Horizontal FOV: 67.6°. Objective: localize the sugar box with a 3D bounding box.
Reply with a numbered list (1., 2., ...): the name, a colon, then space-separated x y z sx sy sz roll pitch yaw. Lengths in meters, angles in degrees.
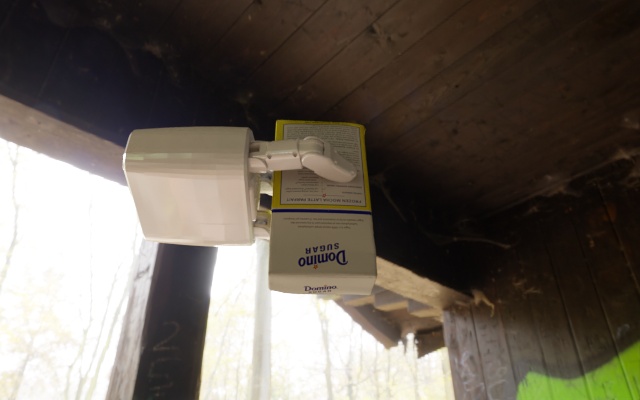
1. sugar box: 0.000 0.002 0.454 0.093 0.176 0.048 2 -33 -3
